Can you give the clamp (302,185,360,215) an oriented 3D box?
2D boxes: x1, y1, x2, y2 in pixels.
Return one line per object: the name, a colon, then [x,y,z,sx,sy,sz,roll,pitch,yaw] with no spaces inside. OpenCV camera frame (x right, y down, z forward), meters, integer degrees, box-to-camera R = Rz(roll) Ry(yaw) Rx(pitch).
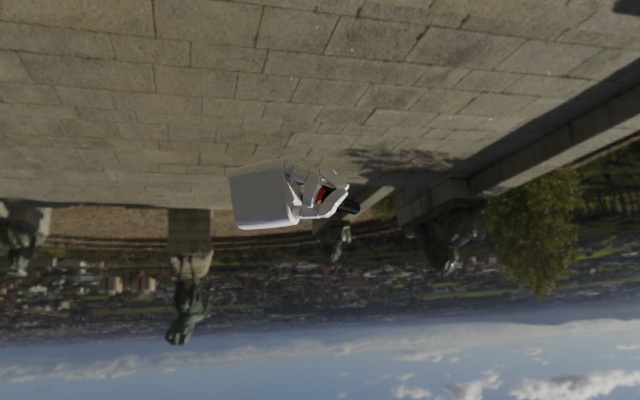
clamp: [0.000,0.003,0.897,0.120,0.039,0.171,-9,-17,16]
